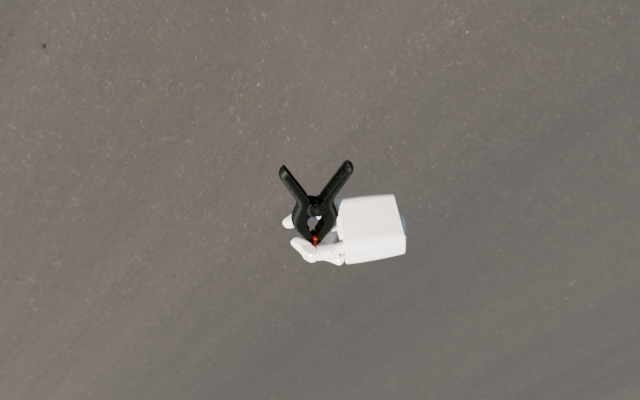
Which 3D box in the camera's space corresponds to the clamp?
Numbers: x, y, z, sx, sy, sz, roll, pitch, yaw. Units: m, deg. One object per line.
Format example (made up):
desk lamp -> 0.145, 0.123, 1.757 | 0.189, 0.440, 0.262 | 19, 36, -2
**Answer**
clamp -> 0.000, 0.003, 0.803 | 0.120, 0.172, 0.039 | -8, 41, -2
